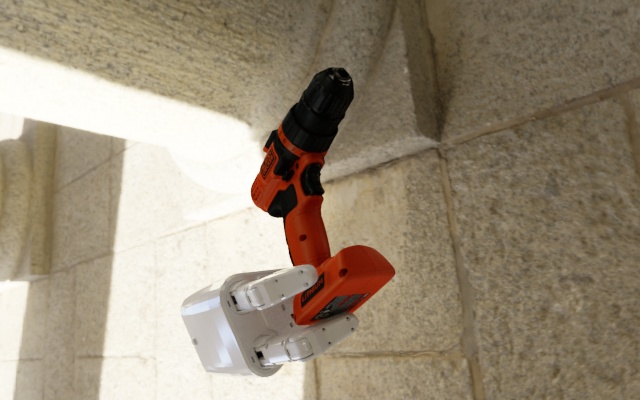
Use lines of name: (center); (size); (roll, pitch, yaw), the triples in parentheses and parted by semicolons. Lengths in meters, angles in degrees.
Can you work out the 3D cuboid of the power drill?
power drill: (0.000, 0.002, 0.431); (0.057, 0.187, 0.184); (1, -37, -29)
